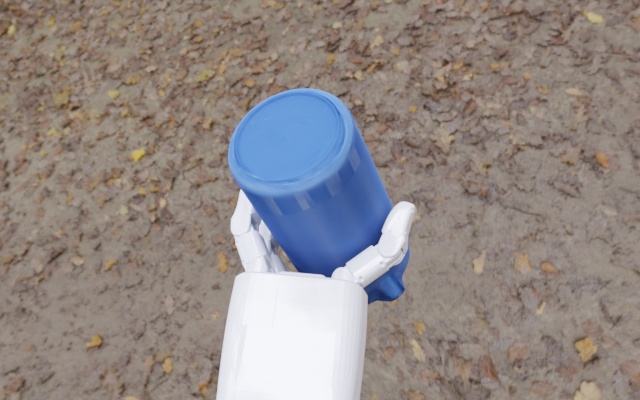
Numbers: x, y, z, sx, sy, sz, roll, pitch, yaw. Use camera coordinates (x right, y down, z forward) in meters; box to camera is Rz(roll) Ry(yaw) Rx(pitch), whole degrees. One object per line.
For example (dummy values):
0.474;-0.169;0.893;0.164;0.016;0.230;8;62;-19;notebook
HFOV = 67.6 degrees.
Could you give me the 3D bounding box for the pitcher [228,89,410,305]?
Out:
0.000;0.002;0.480;0.149;0.145;0.243;-2;-30;18;pitcher
